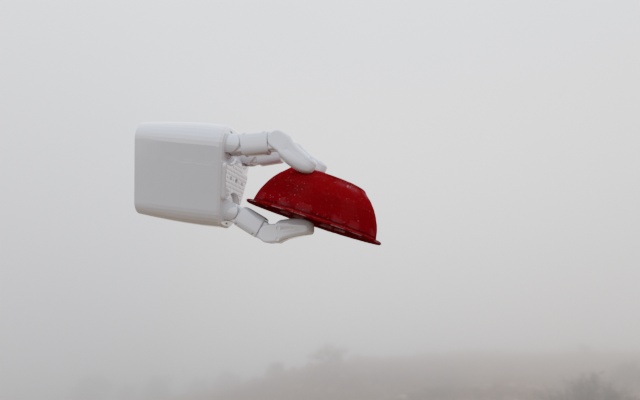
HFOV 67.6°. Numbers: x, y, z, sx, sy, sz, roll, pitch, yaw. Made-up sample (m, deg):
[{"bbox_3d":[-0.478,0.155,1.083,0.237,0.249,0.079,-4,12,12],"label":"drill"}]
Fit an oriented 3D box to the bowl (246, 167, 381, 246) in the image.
[{"bbox_3d":[0.001,0.002,0.549,0.162,0.055,0.162,19,-5,2],"label":"bowl"}]
